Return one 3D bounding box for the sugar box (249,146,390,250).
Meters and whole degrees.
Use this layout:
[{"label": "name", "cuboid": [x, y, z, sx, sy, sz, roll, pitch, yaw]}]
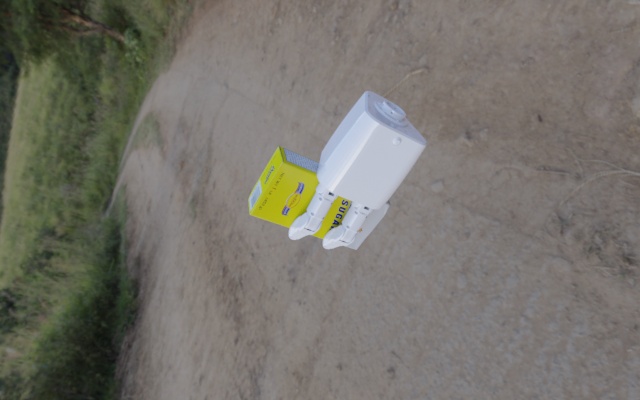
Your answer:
[{"label": "sugar box", "cuboid": [0.000, 0.002, 0.651, 0.176, 0.093, 0.048, 21, 30, -25]}]
